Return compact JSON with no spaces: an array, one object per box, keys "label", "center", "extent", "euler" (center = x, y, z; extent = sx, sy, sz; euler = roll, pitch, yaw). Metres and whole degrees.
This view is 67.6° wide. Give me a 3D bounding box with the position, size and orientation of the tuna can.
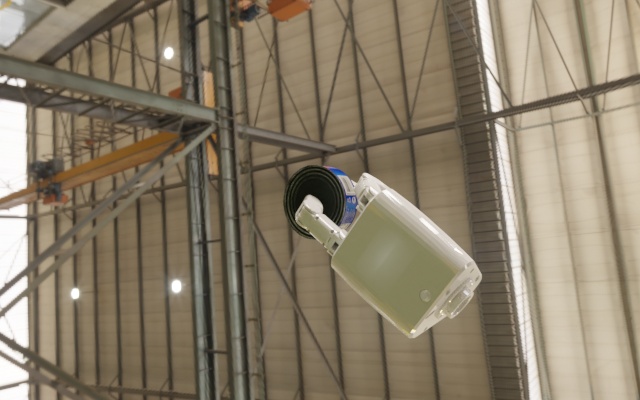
[{"label":"tuna can","center":[0.000,0.002,0.560],"extent":[0.086,0.086,0.034],"euler":[0,0,34]}]
